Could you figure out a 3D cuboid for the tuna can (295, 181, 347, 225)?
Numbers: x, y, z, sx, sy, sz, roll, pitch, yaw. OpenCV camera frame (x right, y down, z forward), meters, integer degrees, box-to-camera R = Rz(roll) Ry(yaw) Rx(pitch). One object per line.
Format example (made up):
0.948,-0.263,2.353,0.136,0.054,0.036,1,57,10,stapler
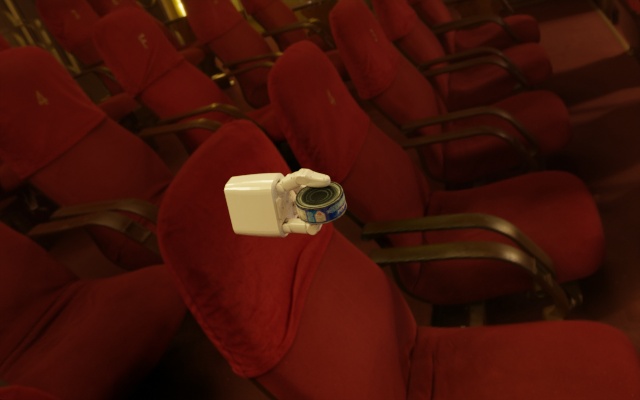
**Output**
0.000,0.002,0.815,0.086,0.034,0.086,-10,33,6,tuna can
